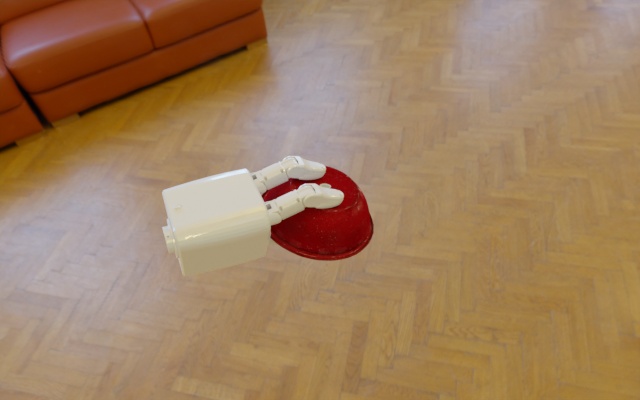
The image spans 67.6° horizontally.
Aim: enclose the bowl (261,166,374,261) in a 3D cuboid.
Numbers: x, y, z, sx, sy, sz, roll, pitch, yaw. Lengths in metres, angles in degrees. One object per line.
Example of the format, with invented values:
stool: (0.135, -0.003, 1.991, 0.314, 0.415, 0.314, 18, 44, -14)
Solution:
bowl: (0.001, 0.001, 0.635, 0.162, 0.055, 0.162, 10, 40, -8)
